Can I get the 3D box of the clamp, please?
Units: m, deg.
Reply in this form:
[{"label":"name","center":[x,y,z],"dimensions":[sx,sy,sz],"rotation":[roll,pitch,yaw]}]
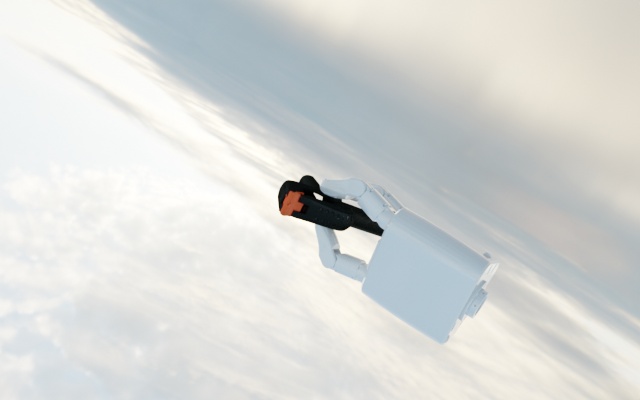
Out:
[{"label":"clamp","center":[0.000,0.003,0.587],"dimensions":[0.164,0.036,0.210],"rotation":[29,10,27]}]
